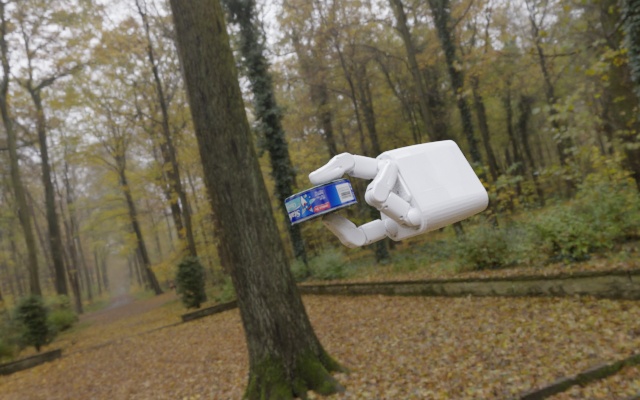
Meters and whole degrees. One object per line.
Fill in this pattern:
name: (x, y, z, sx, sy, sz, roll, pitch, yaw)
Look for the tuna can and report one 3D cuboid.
tuna can: (0.000, 0.001, 0.589, 0.086, 0.034, 0.086, -19, -3, -1)
